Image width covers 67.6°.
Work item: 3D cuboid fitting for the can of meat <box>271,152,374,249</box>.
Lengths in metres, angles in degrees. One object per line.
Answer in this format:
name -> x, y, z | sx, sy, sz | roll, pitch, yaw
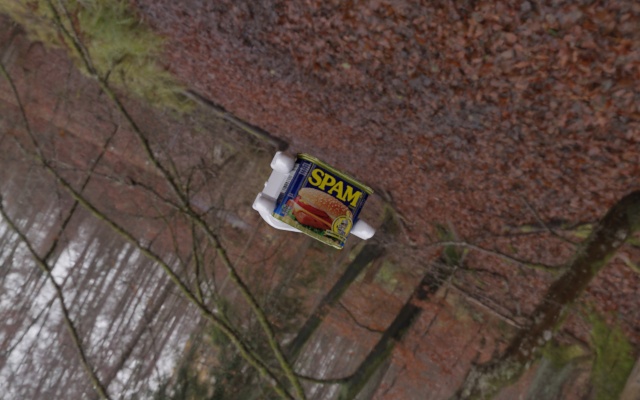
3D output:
can of meat -> 0.000, 0.002, 0.580 | 0.102, 0.084, 0.057 | 28, -3, -20
